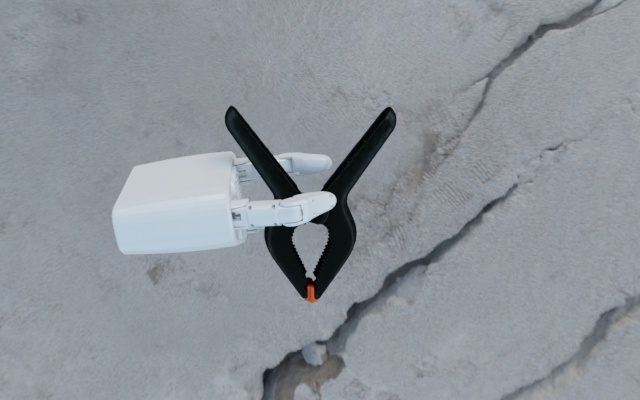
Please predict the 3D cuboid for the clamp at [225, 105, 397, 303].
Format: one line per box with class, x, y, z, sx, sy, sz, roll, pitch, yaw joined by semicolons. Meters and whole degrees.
clamp;0.000;0.002;0.483;0.164;0.210;0.036;-7;16;-1
